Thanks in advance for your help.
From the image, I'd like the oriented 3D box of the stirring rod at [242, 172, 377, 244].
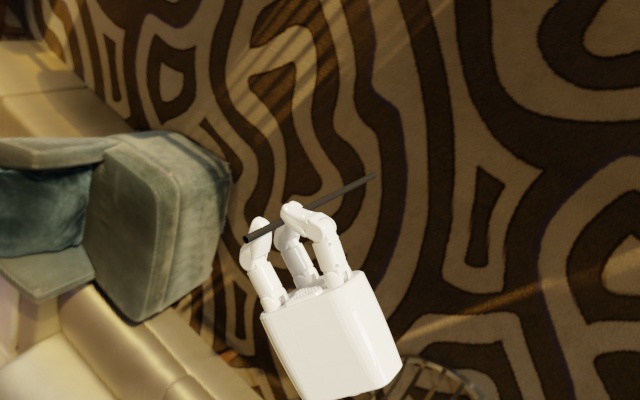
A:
[{"bbox_3d":[0.000,0.002,0.536,0.011,0.011,0.239,0,17,38],"label":"stirring rod"}]
